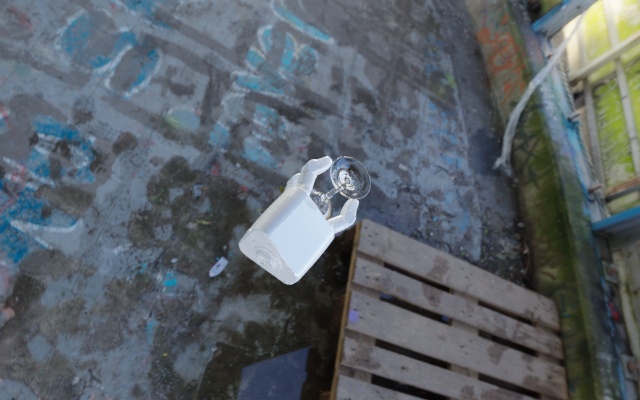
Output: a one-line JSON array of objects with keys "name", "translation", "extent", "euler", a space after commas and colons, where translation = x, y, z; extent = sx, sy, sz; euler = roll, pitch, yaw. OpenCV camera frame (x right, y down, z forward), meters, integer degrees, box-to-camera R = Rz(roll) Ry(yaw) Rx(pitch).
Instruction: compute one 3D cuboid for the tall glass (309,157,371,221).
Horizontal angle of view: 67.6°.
[{"name": "tall glass", "translation": [0.001, 0.002, 0.828], "extent": [0.079, 0.079, 0.201], "euler": [0, -23, -31]}]
